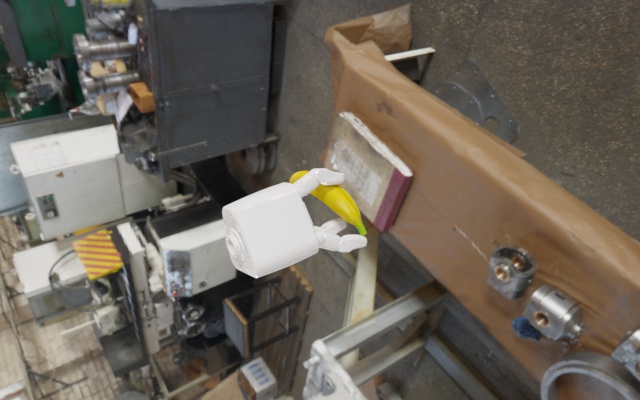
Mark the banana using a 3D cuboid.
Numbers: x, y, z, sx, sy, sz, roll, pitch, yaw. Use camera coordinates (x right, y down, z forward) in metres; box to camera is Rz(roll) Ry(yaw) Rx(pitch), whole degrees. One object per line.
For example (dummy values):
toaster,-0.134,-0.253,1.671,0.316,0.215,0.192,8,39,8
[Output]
banana,0.002,-0.011,0.802,0.037,0.070,0.197,-24,42,-29
